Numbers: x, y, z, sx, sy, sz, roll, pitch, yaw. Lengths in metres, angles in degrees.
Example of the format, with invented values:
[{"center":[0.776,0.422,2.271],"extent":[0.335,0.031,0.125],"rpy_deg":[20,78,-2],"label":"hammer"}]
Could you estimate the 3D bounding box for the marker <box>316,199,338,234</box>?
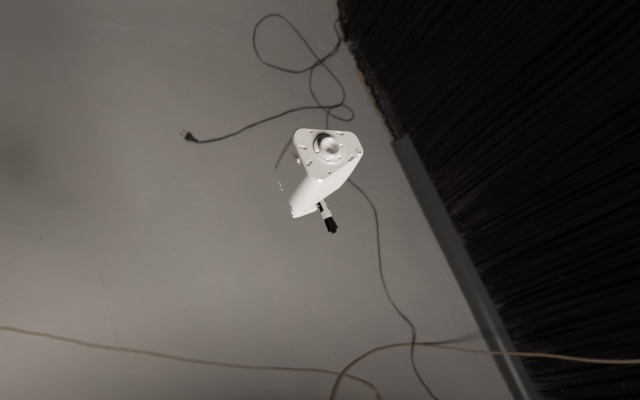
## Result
[{"center":[0.000,0.003,0.842],"extent":[0.020,0.121,0.020],"rpy_deg":[-23,-15,-6],"label":"marker"}]
